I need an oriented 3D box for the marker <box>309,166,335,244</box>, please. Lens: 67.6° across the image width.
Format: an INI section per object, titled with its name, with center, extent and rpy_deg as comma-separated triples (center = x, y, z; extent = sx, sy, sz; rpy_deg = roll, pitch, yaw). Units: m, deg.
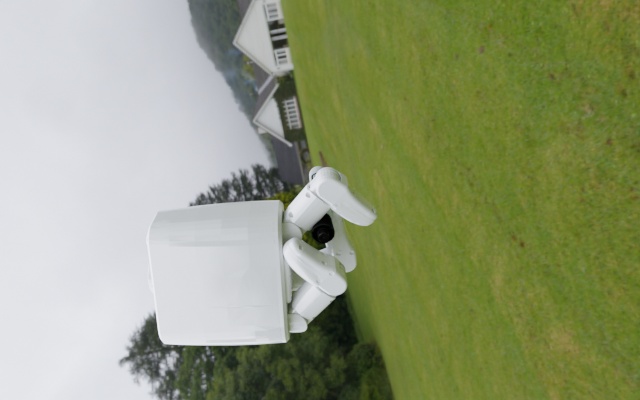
[marker]
center = 0.000, 0.001, 0.428
extent = 0.020, 0.020, 0.121
rpy_deg = 0, 28, -2
